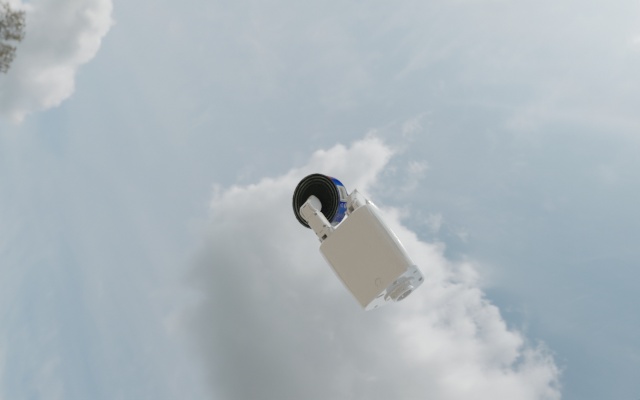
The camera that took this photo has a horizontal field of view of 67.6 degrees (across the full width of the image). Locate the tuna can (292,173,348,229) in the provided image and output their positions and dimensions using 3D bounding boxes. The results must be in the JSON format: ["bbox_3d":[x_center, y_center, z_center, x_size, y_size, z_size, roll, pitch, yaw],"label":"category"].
[{"bbox_3d":[0.000,0.002,0.737,0.086,0.086,0.034,0,-5,33],"label":"tuna can"}]
